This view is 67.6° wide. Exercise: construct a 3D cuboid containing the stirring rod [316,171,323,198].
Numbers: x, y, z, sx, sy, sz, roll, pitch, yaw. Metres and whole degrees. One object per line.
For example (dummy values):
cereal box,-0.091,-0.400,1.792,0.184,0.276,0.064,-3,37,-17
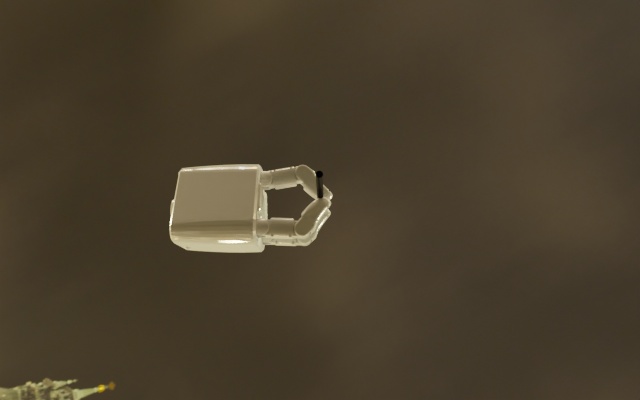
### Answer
stirring rod,0.000,0.002,0.626,0.011,0.011,0.239,0,-14,1
